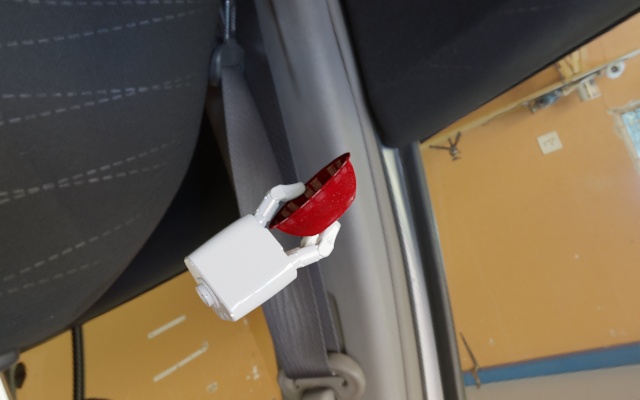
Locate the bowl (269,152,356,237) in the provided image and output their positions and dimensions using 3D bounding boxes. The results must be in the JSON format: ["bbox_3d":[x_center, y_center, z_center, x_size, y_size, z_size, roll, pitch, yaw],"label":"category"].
[{"bbox_3d":[0.001,0.002,0.704,0.162,0.055,0.162,-42,9,9],"label":"bowl"}]
